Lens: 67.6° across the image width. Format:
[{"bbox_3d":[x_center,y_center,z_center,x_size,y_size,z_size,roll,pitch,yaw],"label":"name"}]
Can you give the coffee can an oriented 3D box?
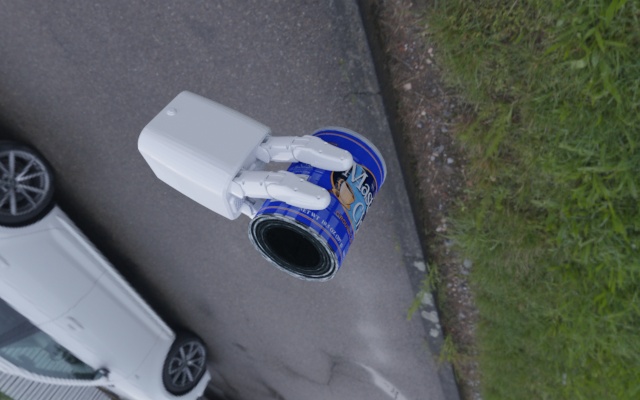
[{"bbox_3d":[0.000,0.002,0.522,0.103,0.103,0.140,0,44,36],"label":"coffee can"}]
